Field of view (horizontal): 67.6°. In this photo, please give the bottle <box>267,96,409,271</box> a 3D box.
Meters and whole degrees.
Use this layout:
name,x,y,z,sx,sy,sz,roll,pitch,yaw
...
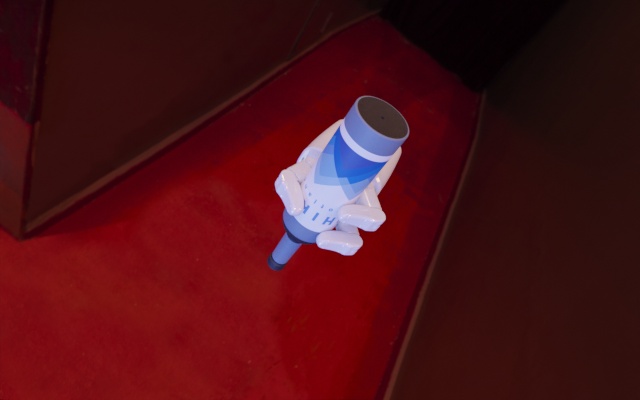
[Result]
name,x,y,z,sx,sy,sz,roll,pitch,yaw
bottle,0.000,0.002,0.597,0.069,0.069,0.296,0,-37,-34
